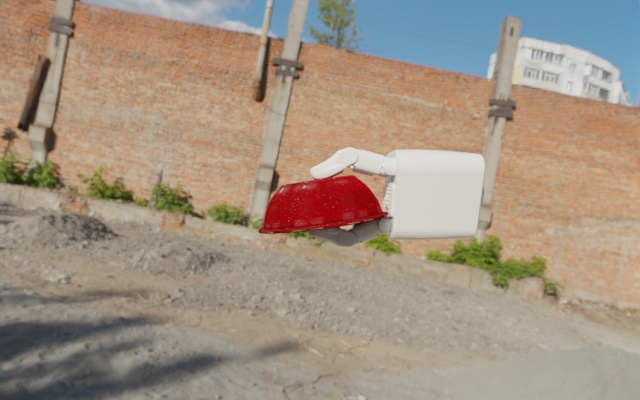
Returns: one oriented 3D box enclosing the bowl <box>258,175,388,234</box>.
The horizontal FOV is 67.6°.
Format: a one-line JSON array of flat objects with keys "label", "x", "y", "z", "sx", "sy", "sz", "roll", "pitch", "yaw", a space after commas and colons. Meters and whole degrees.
[{"label": "bowl", "x": -0.001, "y": 0.002, "z": 0.588, "sx": 0.162, "sy": 0.055, "sz": 0.162, "roll": -8, "pitch": 2, "yaw": 0}]
